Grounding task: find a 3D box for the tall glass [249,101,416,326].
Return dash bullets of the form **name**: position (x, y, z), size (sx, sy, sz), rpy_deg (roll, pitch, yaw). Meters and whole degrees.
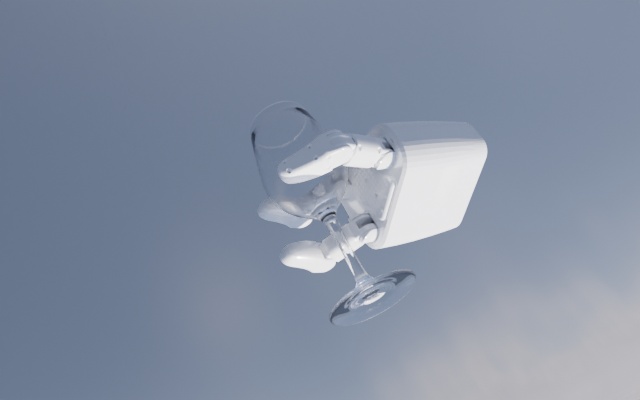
- **tall glass**: position (0.000, 0.002, 0.414), size (0.079, 0.201, 0.079), rpy_deg (-20, -32, -14)
